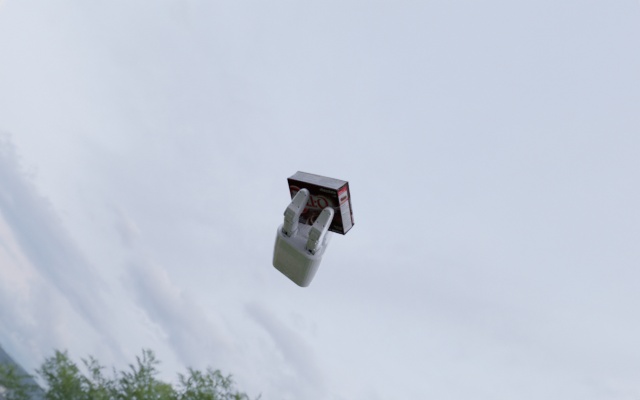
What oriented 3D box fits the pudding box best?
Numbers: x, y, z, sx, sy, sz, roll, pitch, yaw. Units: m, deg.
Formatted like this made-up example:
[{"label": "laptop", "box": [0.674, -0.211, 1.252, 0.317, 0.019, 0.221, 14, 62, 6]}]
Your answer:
[{"label": "pudding box", "box": [0.000, 0.003, 0.821, 0.113, 0.090, 0.039, 12, 37, 35]}]
